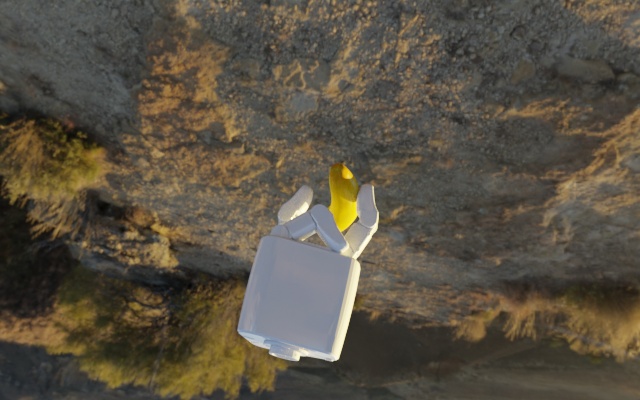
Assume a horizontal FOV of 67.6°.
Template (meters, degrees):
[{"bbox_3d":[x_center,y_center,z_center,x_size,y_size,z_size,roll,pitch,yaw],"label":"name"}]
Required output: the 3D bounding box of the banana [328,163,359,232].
[{"bbox_3d":[0.016,0.009,0.628,0.069,0.037,0.198,19,-25,-11],"label":"banana"}]
